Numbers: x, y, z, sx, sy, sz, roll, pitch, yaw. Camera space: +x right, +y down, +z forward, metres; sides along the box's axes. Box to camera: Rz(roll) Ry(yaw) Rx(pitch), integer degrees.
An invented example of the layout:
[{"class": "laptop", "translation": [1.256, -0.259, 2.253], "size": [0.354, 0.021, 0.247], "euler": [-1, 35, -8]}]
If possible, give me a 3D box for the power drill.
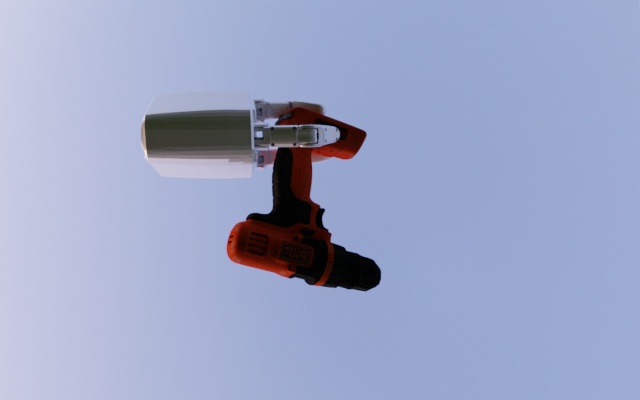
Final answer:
[{"class": "power drill", "translation": [0.000, 0.001, 0.544], "size": [0.184, 0.187, 0.057], "euler": [18, -17, -24]}]
